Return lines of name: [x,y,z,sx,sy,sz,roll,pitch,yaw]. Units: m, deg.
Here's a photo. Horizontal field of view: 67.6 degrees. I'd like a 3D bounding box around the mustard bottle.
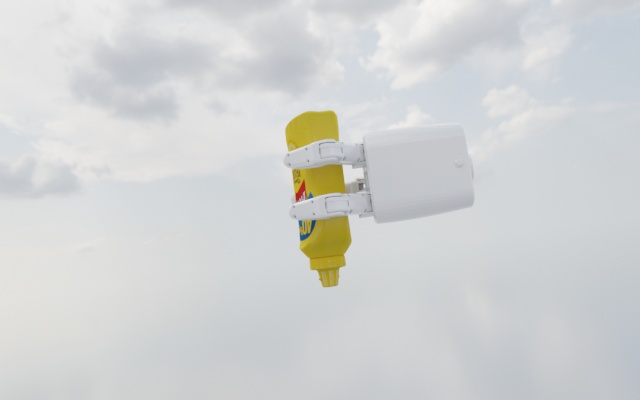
mustard bottle: [0.000,0.002,0.544,0.058,0.191,0.096,-5,-7,-18]
